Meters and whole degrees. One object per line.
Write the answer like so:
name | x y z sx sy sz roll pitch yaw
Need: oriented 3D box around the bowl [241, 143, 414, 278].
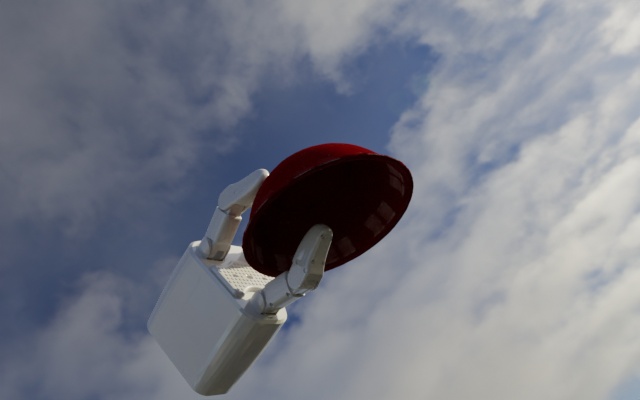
bowl | 0.001 0.000 0.431 0.162 0.055 0.162 -18 -36 -14
